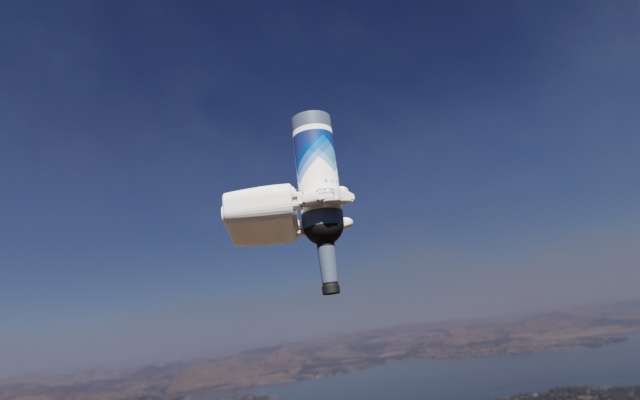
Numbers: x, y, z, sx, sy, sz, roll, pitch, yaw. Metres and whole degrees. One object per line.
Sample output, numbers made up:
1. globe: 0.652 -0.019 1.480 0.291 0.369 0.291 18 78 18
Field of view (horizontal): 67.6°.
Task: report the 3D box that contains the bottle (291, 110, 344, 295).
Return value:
1. bottle: 0.000 0.002 0.769 0.069 0.295 0.069 -6 -16 -2
